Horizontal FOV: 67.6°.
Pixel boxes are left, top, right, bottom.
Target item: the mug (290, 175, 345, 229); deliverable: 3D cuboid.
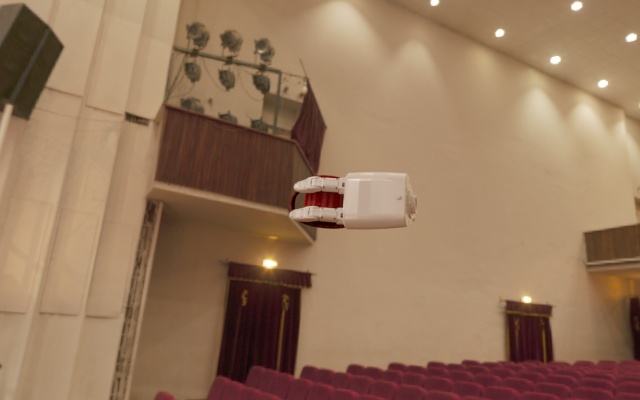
[{"bbox_3d":[-0.001,0.003,0.888,0.117,0.081,0.093,0,-16,19],"label":"mug"}]
